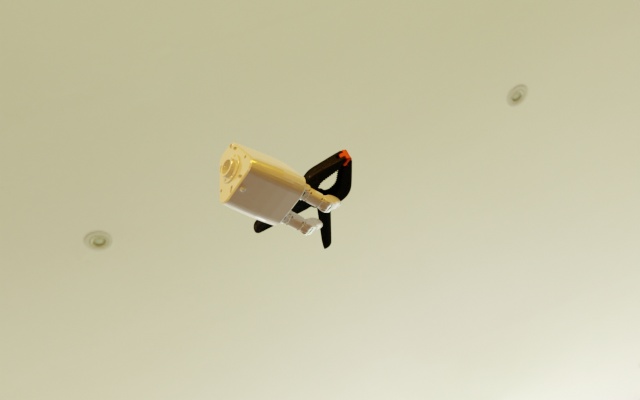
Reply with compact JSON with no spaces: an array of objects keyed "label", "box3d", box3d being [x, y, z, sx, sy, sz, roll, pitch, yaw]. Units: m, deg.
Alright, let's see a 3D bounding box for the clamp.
[{"label":"clamp","box3d":[0.000,0.002,0.857,0.164,0.210,0.036,23,26,-36]}]
